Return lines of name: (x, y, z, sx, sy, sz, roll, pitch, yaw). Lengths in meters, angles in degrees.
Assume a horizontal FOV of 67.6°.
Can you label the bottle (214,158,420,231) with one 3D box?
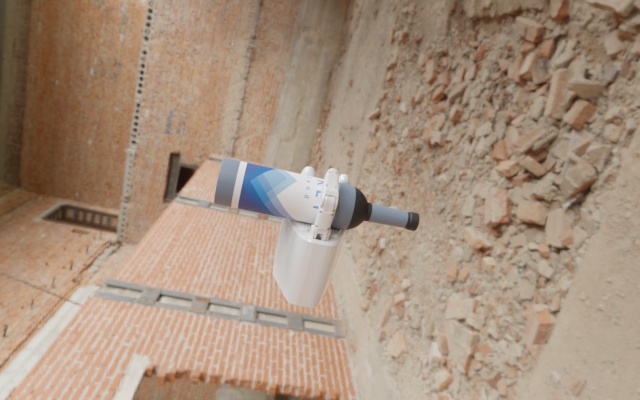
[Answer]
bottle: (0.000, 0.002, 0.691, 0.296, 0.069, 0.069, 12, -2, -8)
